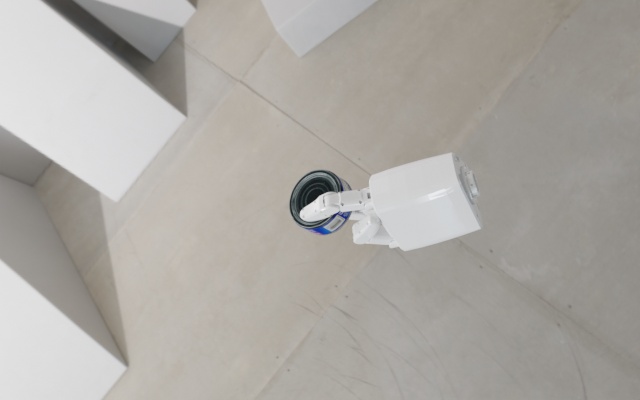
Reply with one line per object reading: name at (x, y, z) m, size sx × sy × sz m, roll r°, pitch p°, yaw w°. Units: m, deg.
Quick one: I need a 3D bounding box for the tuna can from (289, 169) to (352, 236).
tuna can at (0.000, 0.002, 0.646) m, size 0.086 × 0.086 × 0.034 m, roll 0°, pitch -18°, yaw 34°
